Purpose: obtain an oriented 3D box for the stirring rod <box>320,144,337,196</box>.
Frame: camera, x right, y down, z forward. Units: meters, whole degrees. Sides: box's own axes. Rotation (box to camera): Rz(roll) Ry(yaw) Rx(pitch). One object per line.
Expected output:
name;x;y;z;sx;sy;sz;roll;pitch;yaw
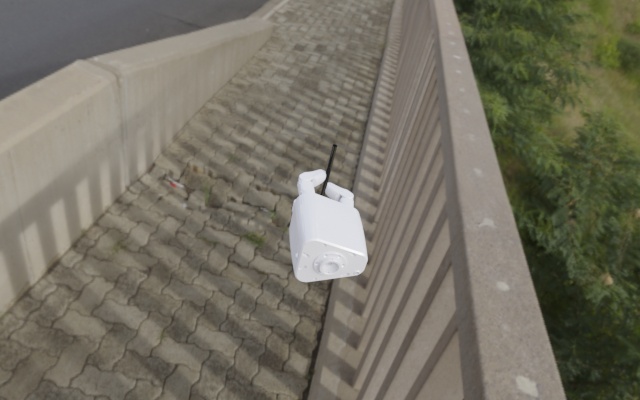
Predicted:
stirring rod;0.000;0.003;0.859;0.011;0.240;0.011;9;37;-7
